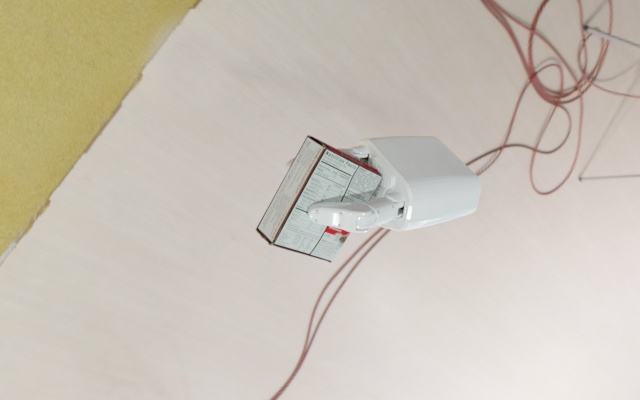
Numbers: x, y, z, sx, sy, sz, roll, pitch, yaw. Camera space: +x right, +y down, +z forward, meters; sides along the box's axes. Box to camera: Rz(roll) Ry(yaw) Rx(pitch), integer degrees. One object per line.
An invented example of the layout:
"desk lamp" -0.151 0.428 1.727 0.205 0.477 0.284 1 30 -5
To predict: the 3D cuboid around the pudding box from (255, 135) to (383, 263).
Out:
"pudding box" 0.000 0.002 0.490 0.090 0.113 0.039 23 9 -40
